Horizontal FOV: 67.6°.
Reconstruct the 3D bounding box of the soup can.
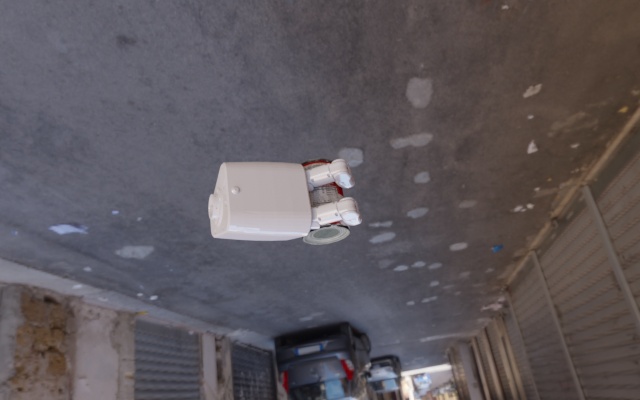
[{"bbox_3d":[0.001,0.003,0.662,0.068,0.102,0.068,-8,-24,-4],"label":"soup can"}]
